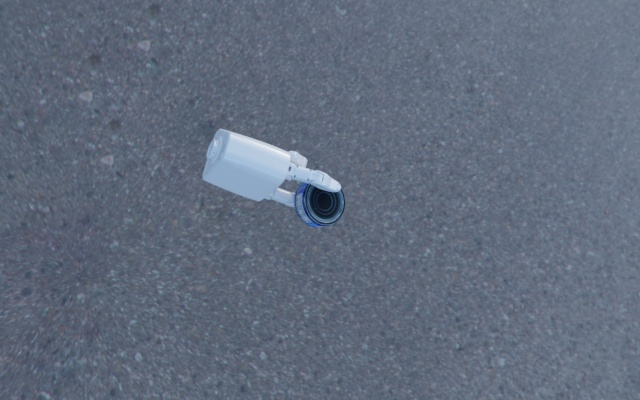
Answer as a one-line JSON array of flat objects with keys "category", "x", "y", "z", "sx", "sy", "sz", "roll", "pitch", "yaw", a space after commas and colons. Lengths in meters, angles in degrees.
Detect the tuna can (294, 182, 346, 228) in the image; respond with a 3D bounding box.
[{"category": "tuna can", "x": 0.000, "y": 0.003, "z": 0.813, "sx": 0.086, "sy": 0.086, "sz": 0.034, "roll": 0, "pitch": -6, "yaw": -32}]
